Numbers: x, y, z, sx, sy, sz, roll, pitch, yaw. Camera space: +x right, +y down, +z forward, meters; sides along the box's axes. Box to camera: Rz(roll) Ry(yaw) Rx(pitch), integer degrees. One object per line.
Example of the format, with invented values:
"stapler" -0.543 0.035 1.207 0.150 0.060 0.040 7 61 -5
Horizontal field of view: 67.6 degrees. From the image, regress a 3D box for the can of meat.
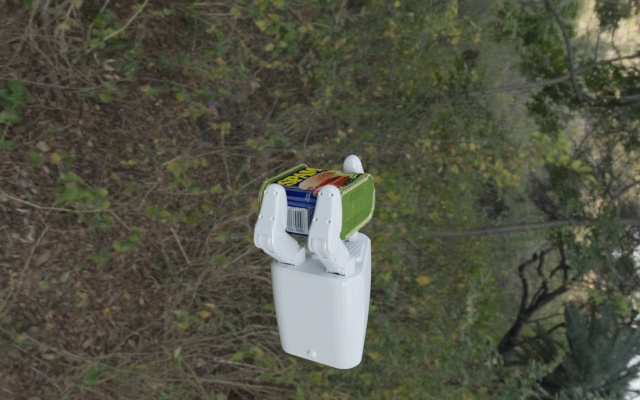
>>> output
"can of meat" 0.000 0.002 0.486 0.084 0.057 0.102 8 20 26
